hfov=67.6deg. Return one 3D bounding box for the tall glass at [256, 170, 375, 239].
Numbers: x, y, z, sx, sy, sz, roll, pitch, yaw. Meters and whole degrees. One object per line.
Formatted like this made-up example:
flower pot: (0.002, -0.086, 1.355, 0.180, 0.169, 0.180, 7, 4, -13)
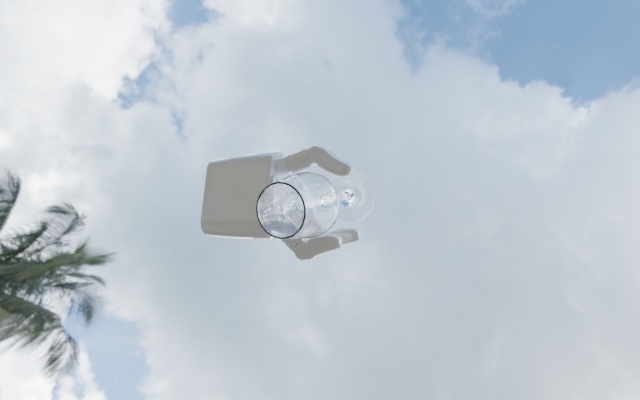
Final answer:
tall glass: (0.001, 0.002, 0.597, 0.079, 0.079, 0.201, 0, 5, 26)
